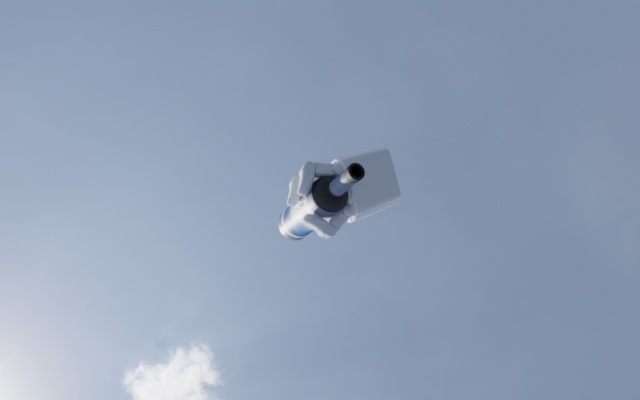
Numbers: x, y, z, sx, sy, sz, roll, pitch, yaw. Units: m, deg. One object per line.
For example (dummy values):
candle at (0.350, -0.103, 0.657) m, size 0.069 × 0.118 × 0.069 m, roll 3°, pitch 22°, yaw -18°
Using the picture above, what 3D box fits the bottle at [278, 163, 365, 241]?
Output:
bottle at (0.000, 0.003, 0.832) m, size 0.069 × 0.069 × 0.296 m, roll 0°, pitch -18°, yaw -22°
